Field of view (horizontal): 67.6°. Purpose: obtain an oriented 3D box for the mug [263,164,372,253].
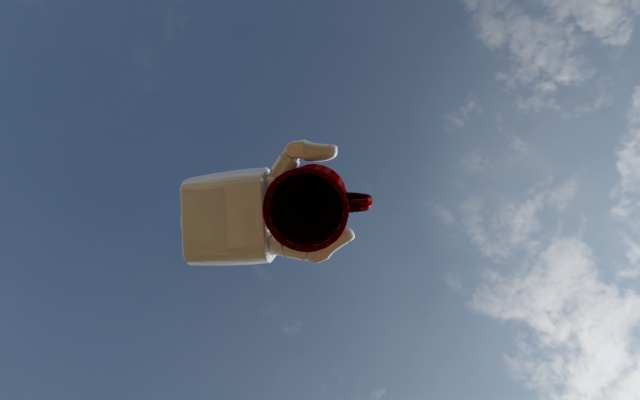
[{"bbox_3d":[0.002,0.002,0.544,0.117,0.093,0.081,-5,11,8],"label":"mug"}]
